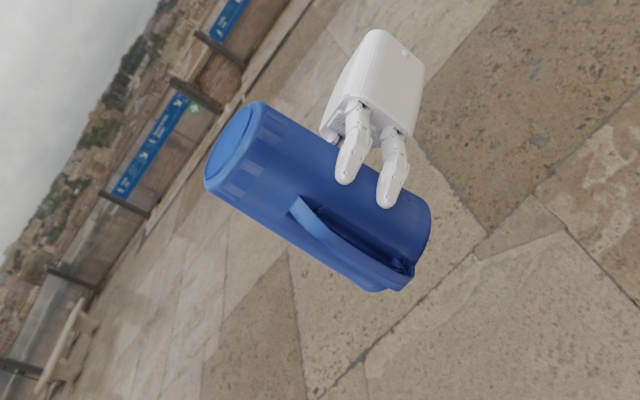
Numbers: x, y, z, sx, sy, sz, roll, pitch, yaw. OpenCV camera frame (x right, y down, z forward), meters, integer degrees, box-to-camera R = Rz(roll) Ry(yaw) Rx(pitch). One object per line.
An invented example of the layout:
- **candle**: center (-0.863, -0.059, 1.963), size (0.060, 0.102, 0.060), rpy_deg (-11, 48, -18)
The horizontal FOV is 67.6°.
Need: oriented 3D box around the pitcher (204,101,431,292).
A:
- **pitcher**: center (0.000, 0.002, 0.530), size (0.243, 0.145, 0.149), rpy_deg (31, -26, -25)
